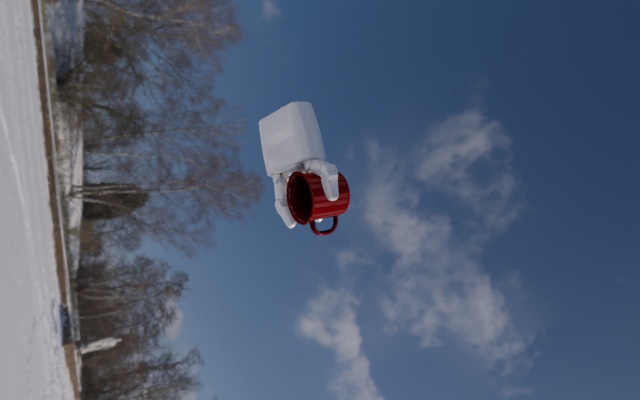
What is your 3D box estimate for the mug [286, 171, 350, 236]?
[{"bbox_3d":[0.001,0.004,0.833,0.081,0.117,0.093,-8,-8,-32],"label":"mug"}]
